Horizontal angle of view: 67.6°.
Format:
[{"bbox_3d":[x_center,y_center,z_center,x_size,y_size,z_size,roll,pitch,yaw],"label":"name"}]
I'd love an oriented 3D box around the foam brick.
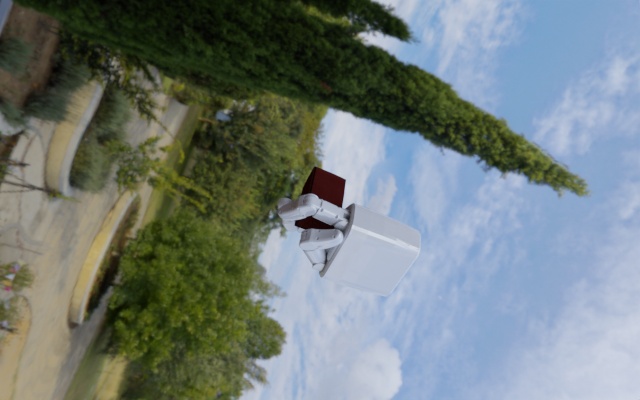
[{"bbox_3d":[0.000,0.002,0.684,0.051,0.078,0.053,20,-40,-11],"label":"foam brick"}]
